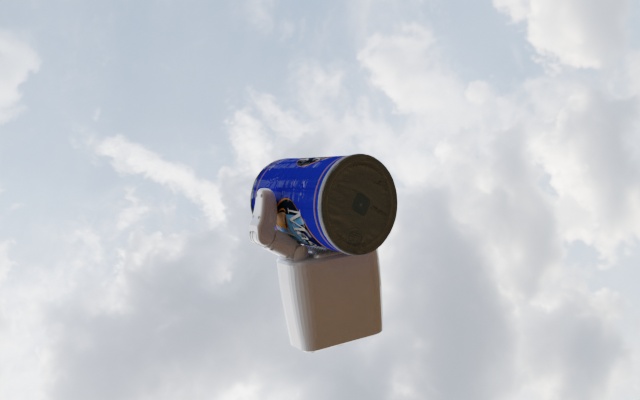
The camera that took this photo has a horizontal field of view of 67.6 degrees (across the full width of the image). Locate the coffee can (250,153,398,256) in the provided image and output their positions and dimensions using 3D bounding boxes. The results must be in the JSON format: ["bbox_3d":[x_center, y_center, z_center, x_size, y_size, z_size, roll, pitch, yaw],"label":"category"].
[{"bbox_3d":[0.000,0.002,0.534,0.103,0.103,0.140,0,2,-37],"label":"coffee can"}]
